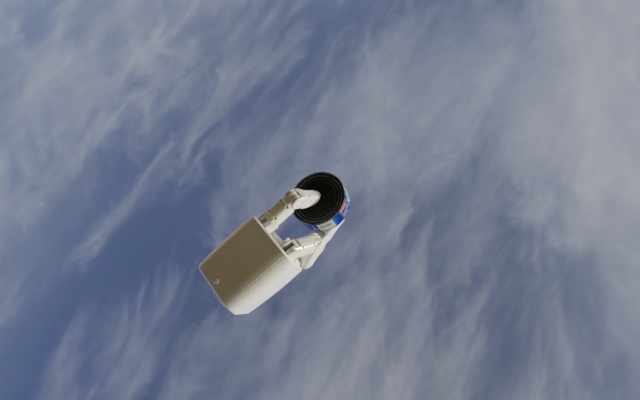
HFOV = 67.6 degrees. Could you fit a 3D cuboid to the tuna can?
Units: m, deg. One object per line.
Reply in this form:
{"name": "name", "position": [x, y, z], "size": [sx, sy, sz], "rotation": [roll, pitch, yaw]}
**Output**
{"name": "tuna can", "position": [0.000, 0.003, 0.719], "size": [0.086, 0.086, 0.034], "rotation": [0, -24, 21]}
